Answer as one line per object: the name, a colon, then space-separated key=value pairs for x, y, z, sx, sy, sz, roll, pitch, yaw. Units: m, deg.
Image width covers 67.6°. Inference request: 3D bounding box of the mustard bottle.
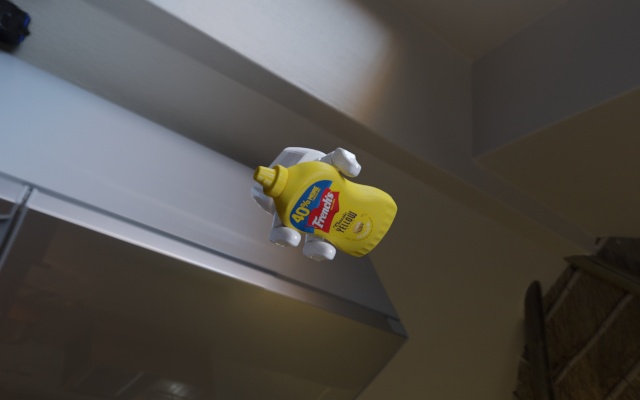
mustard bottle: x=0.000 y=0.002 z=0.618 sx=0.192 sy=0.096 sz=0.058 roll=25 pitch=23 yaw=-27
